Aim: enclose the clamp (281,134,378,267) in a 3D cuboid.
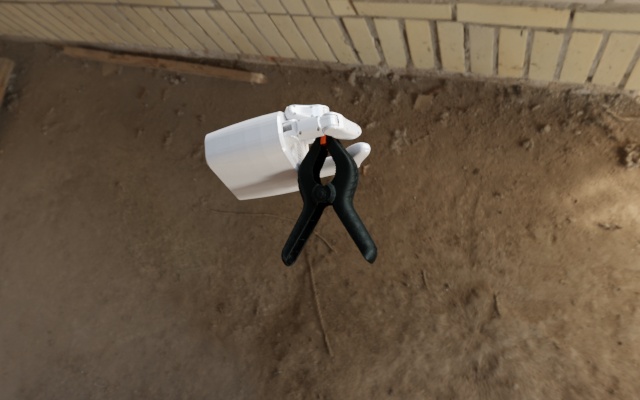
[{"bbox_3d":[0.000,0.002,0.583,0.120,0.171,0.039,-12,-18,15],"label":"clamp"}]
